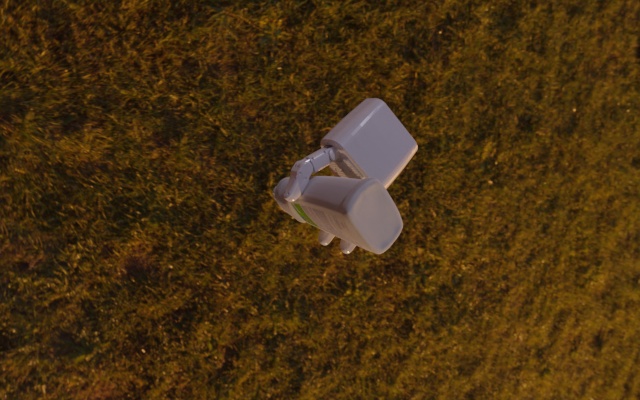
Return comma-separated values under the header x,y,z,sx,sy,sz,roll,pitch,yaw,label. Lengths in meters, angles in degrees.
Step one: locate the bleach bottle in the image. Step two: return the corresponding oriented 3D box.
x,y,z,sx,sy,sz,roll,pitch,yaw,label
0.000,0.002,0.691,0.068,0.103,0.251,-47,32,-19,bleach bottle
